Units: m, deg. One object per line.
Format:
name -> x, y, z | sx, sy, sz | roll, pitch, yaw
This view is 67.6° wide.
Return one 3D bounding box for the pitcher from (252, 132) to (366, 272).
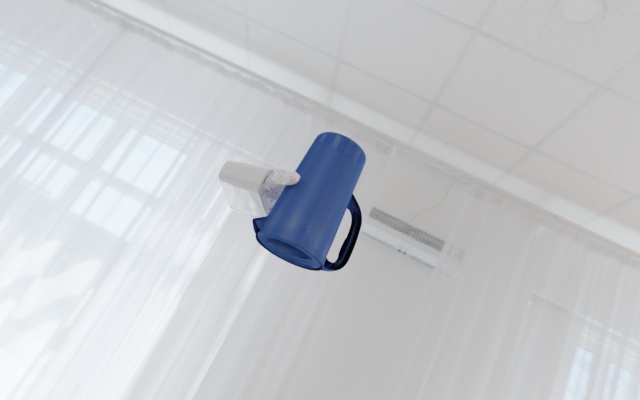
pitcher -> 0.000, 0.003, 0.881 | 0.145, 0.242, 0.149 | 14, -25, 30
